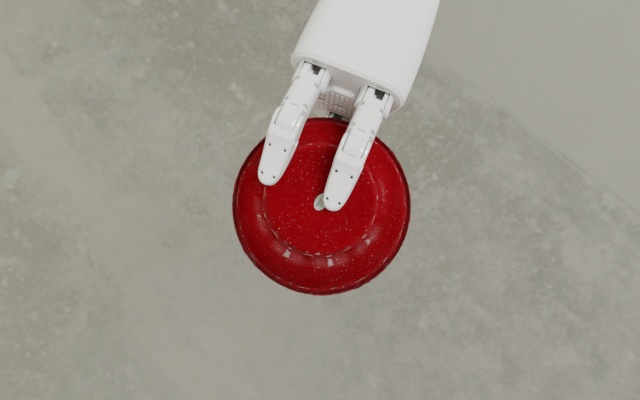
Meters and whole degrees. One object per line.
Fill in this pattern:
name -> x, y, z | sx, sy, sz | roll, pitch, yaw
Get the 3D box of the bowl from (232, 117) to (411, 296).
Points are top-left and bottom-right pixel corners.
bowl -> 0.000, 0.003, 0.405 | 0.162, 0.162, 0.055 | 0, -5, 1
